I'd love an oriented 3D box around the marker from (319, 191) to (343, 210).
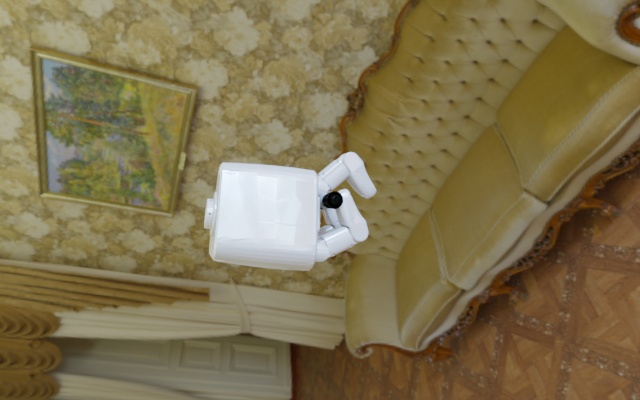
[{"bbox_3d":[0.000,0.002,0.550,0.020,0.020,0.121,0,-2,-16],"label":"marker"}]
